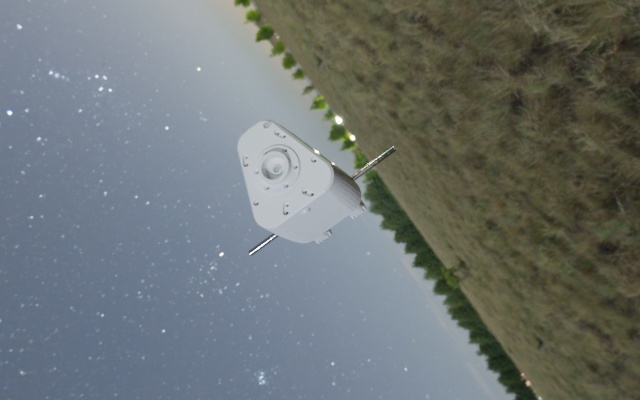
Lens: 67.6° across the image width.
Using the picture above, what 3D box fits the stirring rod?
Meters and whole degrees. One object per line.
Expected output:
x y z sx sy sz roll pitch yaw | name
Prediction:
0.000 0.002 0.636 0.239 0.011 0.011 -36 -6 8 | stirring rod
